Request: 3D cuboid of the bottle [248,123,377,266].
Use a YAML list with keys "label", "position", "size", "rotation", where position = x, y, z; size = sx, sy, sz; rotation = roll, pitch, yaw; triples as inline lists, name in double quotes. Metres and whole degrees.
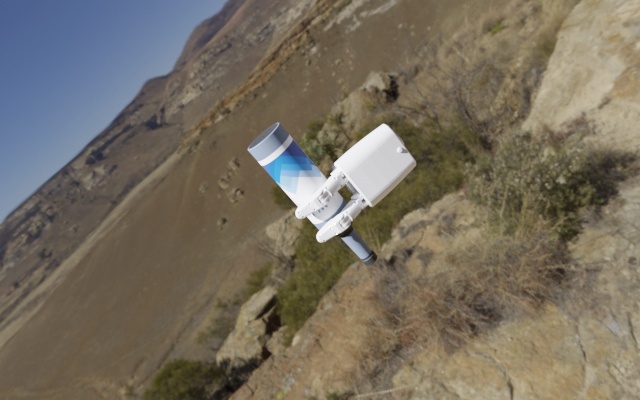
- label: "bottle"
  position: [0.000, 0.003, 0.808]
  size: [0.069, 0.296, 0.069]
  rotation: [-36, 20, 15]
